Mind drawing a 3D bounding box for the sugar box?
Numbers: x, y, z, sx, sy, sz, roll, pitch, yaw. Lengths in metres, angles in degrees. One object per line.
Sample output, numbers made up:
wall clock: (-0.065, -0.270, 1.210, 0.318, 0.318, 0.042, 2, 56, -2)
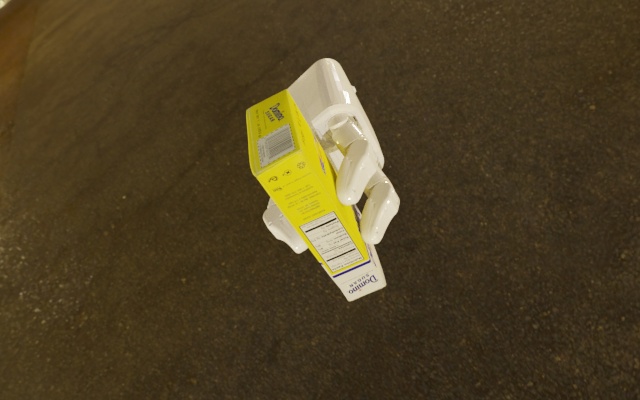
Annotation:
sugar box: (0.000, 0.001, 0.414, 0.048, 0.093, 0.176, -27, -49, 12)
